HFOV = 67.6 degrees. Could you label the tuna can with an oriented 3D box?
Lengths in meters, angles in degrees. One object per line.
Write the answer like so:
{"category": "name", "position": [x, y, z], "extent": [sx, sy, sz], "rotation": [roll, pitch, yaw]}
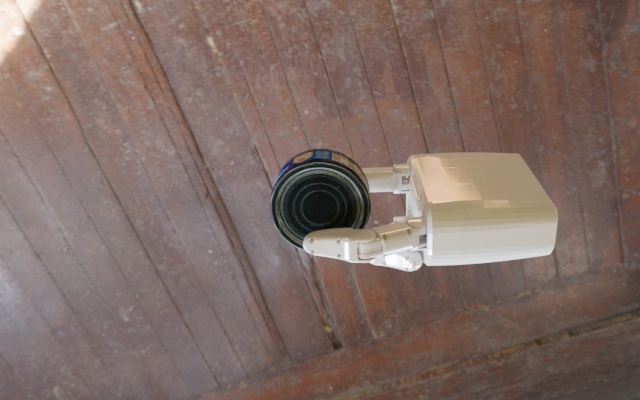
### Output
{"category": "tuna can", "position": [0.000, 0.002, 0.408], "extent": [0.086, 0.086, 0.033], "rotation": [0, 22, 3]}
